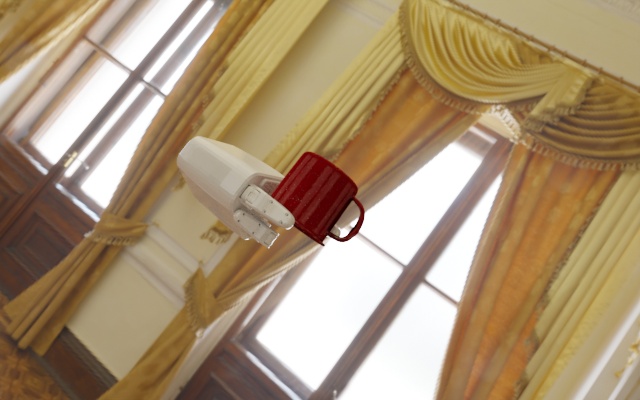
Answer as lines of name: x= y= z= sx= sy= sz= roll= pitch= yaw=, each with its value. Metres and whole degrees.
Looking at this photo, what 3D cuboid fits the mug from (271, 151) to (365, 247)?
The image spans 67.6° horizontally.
mug: x=0.001 y=0.002 z=0.566 sx=0.117 sy=0.081 sz=0.093 roll=34 pitch=-7 yaw=22
